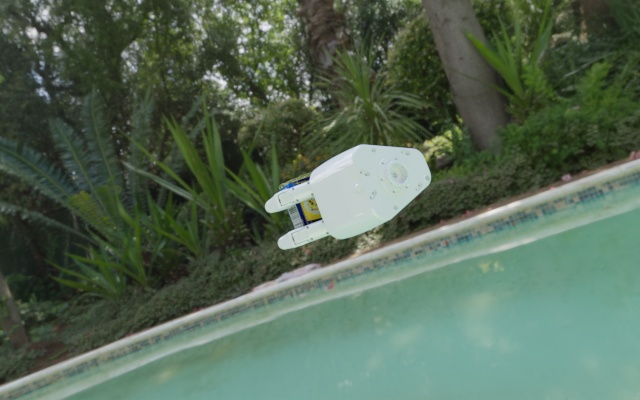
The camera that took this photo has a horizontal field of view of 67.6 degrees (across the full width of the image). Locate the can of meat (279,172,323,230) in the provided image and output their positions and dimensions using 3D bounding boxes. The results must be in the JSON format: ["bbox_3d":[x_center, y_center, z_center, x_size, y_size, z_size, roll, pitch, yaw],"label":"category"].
[{"bbox_3d":[0.000,0.002,0.684,0.102,0.084,0.057,-19,-4,-26],"label":"can of meat"}]
